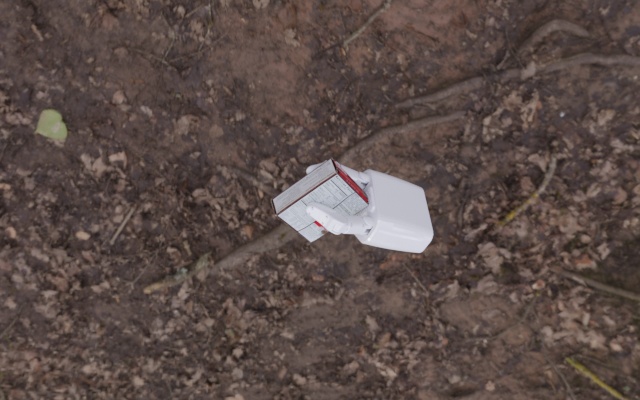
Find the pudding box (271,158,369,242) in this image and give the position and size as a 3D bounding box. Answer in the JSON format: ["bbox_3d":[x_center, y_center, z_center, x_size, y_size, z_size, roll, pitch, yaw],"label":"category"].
[{"bbox_3d":[0.000,0.002,0.691,0.113,0.039,0.090,-35,-48,14],"label":"pudding box"}]
